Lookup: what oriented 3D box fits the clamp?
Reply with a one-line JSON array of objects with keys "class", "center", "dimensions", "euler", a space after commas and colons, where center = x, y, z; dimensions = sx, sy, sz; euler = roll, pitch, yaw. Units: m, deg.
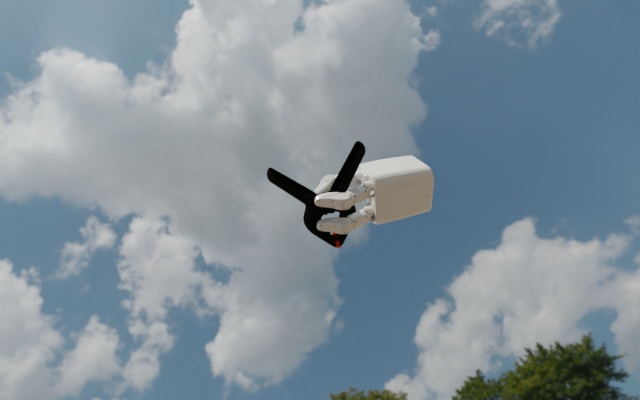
[{"class": "clamp", "center": [0.000, 0.003, 0.825], "dimensions": [0.164, 0.210, 0.036], "euler": [-11, 39, -6]}]
